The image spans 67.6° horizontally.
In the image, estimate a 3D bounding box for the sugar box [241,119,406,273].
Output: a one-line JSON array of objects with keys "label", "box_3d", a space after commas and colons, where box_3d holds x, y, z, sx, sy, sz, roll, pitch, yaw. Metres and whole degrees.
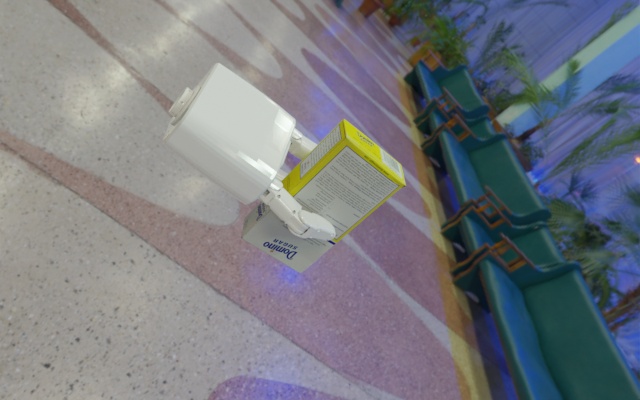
[{"label": "sugar box", "box_3d": [0.000, 0.001, 0.539, 0.093, 0.048, 0.176, 35, -59, -25]}]
